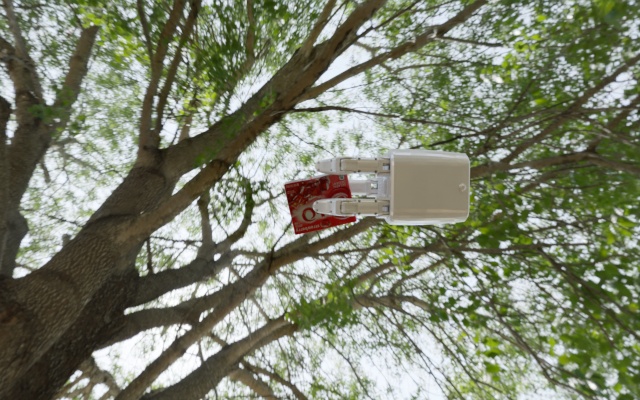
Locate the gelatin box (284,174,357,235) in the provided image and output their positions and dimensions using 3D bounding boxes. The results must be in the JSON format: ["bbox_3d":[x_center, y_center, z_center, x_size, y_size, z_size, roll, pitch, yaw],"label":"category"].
[{"bbox_3d":[0.000,0.002,0.661,0.089,0.073,0.030,-12,9,1],"label":"gelatin box"}]
